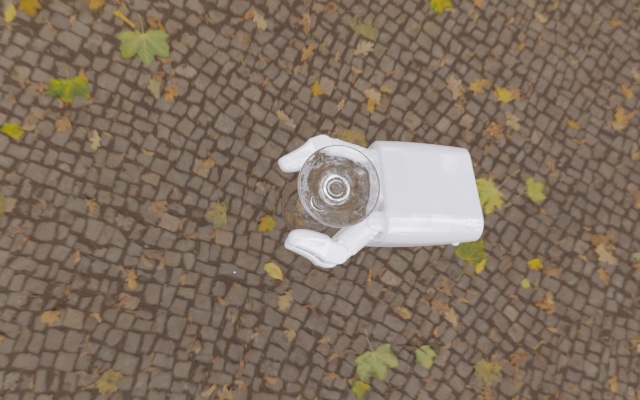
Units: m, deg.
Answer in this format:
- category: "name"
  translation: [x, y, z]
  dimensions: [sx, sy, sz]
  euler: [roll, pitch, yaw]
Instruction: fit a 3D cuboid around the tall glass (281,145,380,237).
- category: "tall glass"
  translation: [0.000, 0.002, 0.515]
  dimensions: [0.079, 0.079, 0.201]
  euler: [0, -8, -10]
